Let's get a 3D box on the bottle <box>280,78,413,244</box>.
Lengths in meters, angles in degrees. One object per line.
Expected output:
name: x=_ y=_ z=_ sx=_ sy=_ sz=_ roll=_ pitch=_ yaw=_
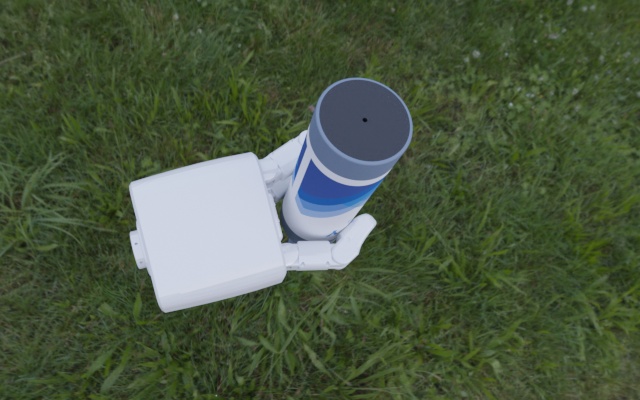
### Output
bottle: x=0.000 y=0.001 z=0.446 sx=0.069 sy=0.069 sz=0.296 roll=0 pitch=-22 yaw=-12
